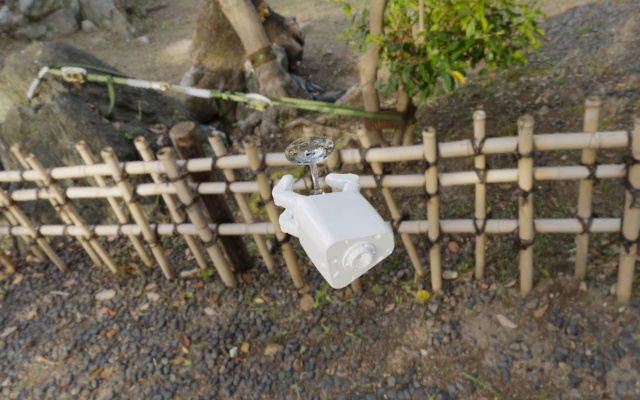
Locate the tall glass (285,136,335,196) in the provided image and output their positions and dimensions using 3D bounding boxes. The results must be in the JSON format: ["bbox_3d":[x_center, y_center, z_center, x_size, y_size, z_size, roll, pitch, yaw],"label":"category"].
[{"bbox_3d":[0.000,0.002,0.758,0.079,0.201,0.079,-7,38,6],"label":"tall glass"}]
